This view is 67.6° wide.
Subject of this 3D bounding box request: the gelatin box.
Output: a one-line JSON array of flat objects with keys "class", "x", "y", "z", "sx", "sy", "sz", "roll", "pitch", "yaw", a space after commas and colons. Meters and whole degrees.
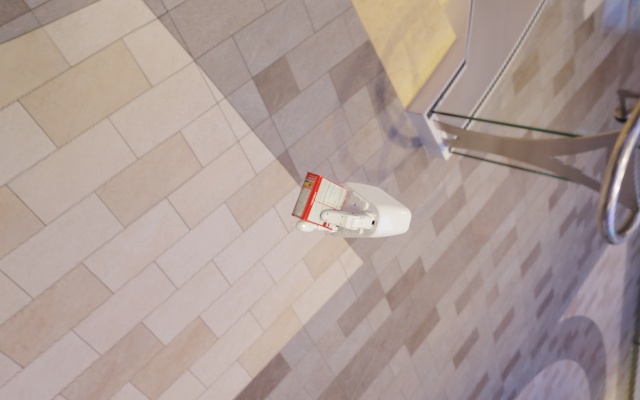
[{"class": "gelatin box", "x": 0.000, "y": 0.003, "z": 0.760, "sx": 0.030, "sy": 0.073, "sz": 0.089, "roll": 20, "pitch": -2, "yaw": 35}]
